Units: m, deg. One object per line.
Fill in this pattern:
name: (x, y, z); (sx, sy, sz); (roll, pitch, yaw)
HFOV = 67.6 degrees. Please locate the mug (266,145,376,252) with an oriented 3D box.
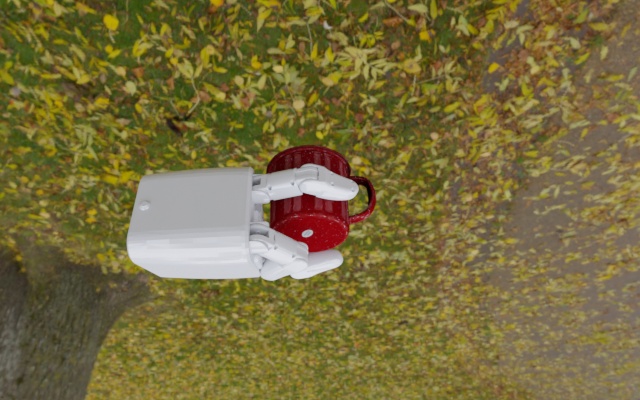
mug: (0.002, 0.002, 0.503); (0.117, 0.081, 0.093); (-3, -34, 1)
